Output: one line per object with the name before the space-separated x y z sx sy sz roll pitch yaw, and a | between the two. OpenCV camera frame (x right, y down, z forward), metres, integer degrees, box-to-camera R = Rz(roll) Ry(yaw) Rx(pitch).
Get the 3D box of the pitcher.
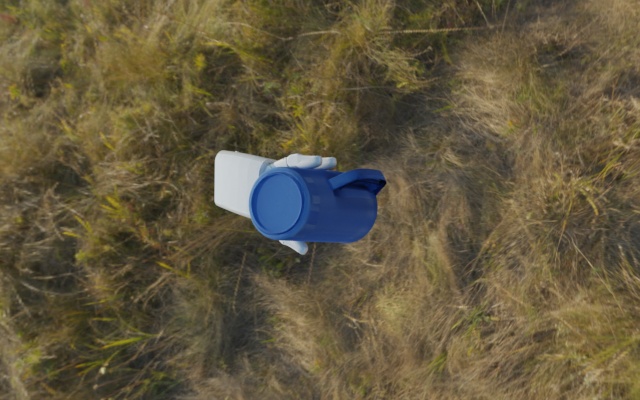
pitcher | 0.000 0.003 0.787 0.145 0.149 0.243 17 6 27
